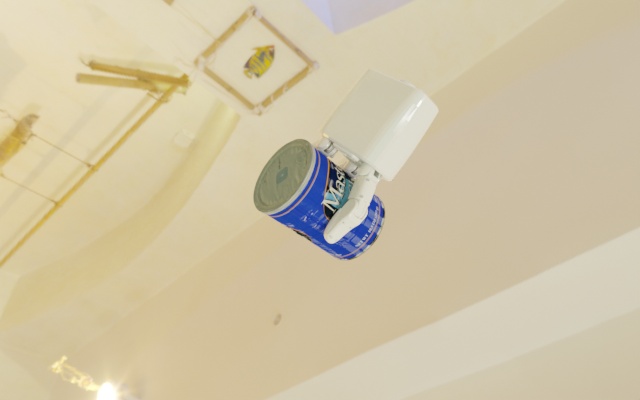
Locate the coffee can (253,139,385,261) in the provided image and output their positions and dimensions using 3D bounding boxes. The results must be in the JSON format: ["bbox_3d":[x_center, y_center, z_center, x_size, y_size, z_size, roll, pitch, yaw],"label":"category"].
[{"bbox_3d":[0.000,0.002,0.612,0.140,0.102,0.103,35,-22,-34],"label":"coffee can"}]
